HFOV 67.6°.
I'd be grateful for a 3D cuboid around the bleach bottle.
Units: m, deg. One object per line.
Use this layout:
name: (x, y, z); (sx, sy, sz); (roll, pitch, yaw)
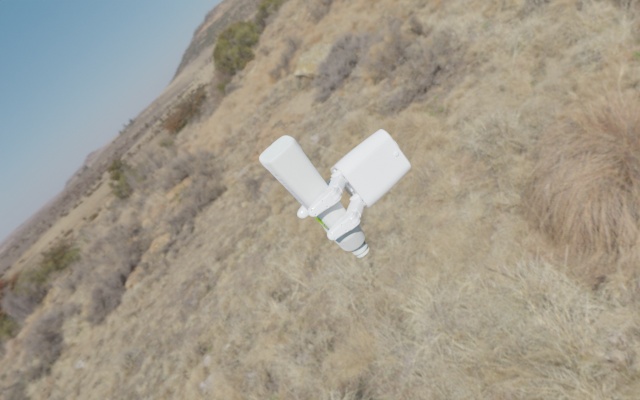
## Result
bleach bottle: (0.000, 0.003, 0.842); (0.068, 0.251, 0.102); (-41, 20, -4)
